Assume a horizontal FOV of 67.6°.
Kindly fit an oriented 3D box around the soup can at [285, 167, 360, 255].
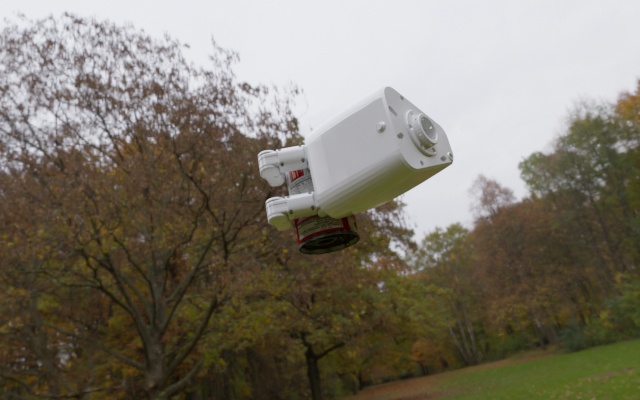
[{"bbox_3d":[0.000,0.002,0.536,0.068,0.102,0.068,-10,-21,-4],"label":"soup can"}]
